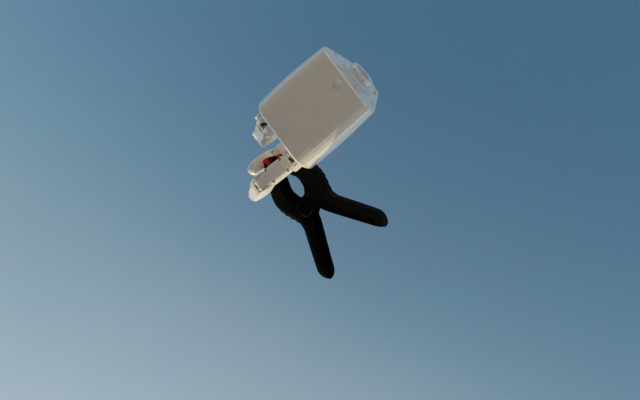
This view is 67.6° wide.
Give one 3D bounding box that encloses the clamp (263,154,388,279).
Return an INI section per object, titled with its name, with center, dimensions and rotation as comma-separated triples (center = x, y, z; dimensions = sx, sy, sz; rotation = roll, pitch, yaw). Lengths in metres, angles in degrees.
[clamp]
center = 0.000, 0.002, 0.591
dimensions = 0.120, 0.171, 0.039
rotation = -37, -3, 24
